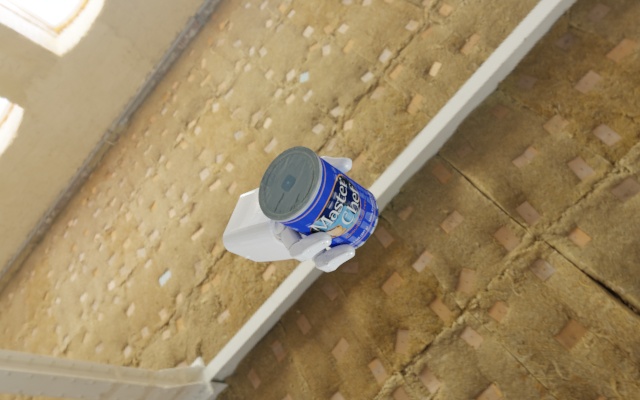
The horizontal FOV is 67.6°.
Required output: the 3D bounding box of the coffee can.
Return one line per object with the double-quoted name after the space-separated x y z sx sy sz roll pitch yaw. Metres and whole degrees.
0.000 0.002 0.653 0.103 0.102 0.140 0 -21 40 "coffee can"
